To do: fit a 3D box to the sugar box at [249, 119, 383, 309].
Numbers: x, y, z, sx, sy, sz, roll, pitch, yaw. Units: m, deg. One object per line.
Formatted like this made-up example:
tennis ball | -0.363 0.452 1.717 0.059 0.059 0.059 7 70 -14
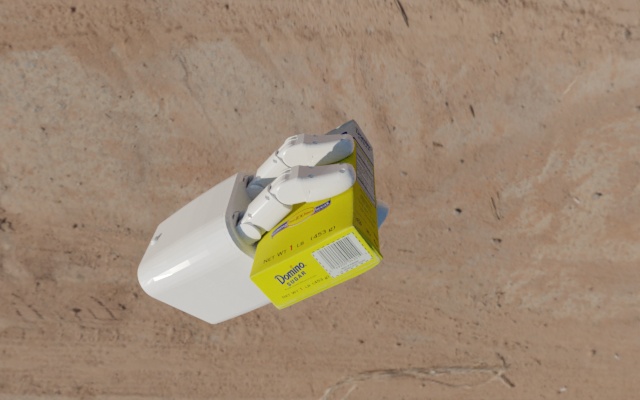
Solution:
sugar box | 0.000 0.001 0.409 0.093 0.048 0.176 -27 30 19
